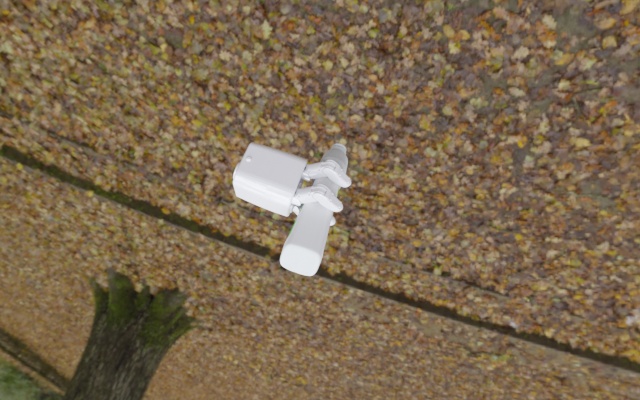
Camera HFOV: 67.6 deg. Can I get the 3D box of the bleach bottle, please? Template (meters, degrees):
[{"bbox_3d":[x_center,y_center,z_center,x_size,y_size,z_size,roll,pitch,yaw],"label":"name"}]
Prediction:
[{"bbox_3d":[0.000,0.003,0.863,0.068,0.250,0.103,20,-33,0],"label":"bleach bottle"}]
